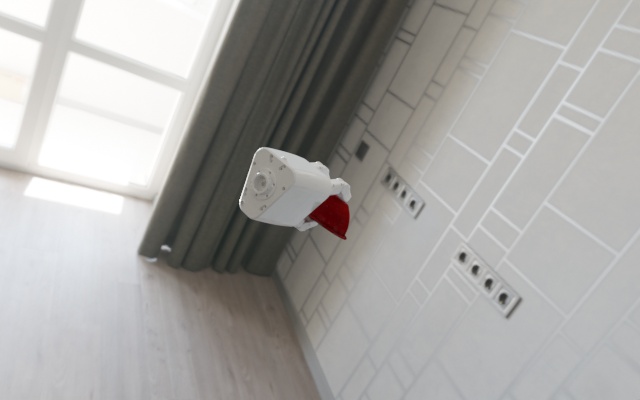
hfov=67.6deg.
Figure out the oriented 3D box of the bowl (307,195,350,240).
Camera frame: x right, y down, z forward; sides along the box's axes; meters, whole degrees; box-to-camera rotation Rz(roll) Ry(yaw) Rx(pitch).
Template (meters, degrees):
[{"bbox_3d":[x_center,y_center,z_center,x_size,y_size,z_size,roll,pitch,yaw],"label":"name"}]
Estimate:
[{"bbox_3d":[0.001,0.003,0.889,0.162,0.055,0.162,38,3,-2],"label":"bowl"}]
